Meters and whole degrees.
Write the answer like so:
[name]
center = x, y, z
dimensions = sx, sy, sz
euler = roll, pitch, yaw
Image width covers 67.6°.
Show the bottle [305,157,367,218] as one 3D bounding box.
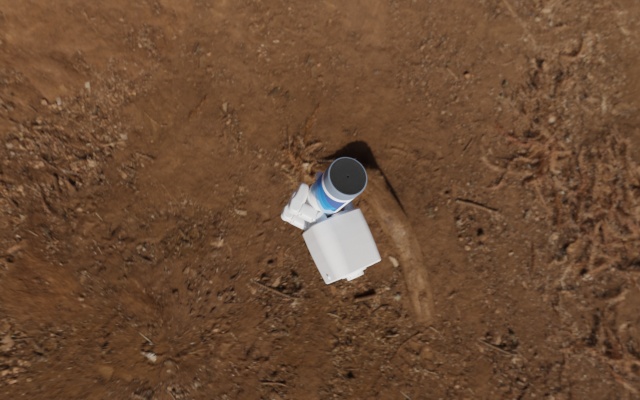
[bottle]
center = 0.000, 0.003, 0.888
dimensions = 0.069, 0.069, 0.296
euler = 0, -16, -18
